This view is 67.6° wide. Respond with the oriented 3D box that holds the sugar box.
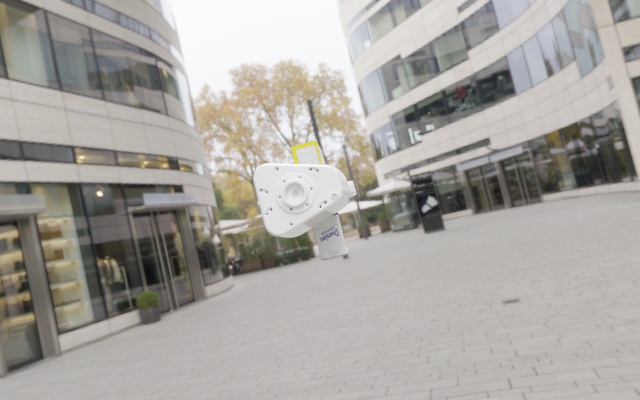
[{"bbox_3d":[0.000,0.002,0.744,0.048,0.176,0.093,-13,-4,4],"label":"sugar box"}]
